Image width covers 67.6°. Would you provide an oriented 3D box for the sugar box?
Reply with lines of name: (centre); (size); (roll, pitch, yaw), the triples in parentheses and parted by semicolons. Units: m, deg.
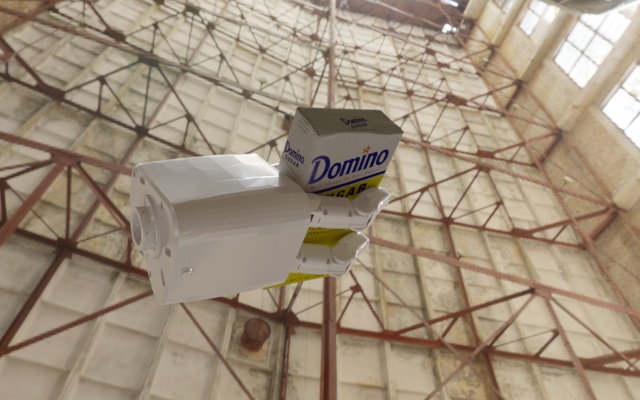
sugar box: (0.000, 0.002, 0.440); (0.093, 0.176, 0.048); (-7, 45, -35)
